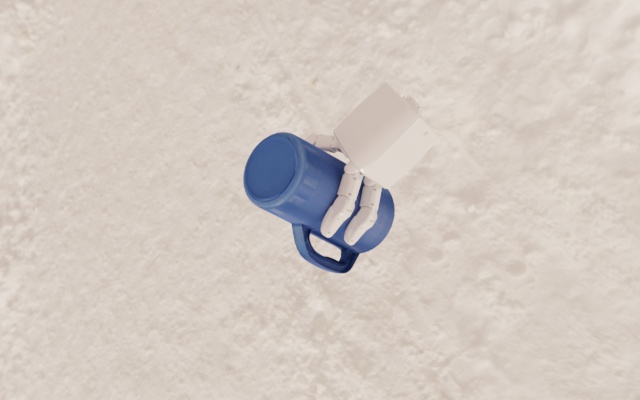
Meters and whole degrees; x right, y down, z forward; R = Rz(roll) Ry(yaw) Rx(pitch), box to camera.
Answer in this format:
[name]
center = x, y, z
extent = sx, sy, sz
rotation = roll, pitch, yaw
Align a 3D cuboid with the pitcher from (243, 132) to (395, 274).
[pitcher]
center = 0.000, 0.002, 0.714
extent = 0.145, 0.149, 0.243
rotation = -43, -36, 15
